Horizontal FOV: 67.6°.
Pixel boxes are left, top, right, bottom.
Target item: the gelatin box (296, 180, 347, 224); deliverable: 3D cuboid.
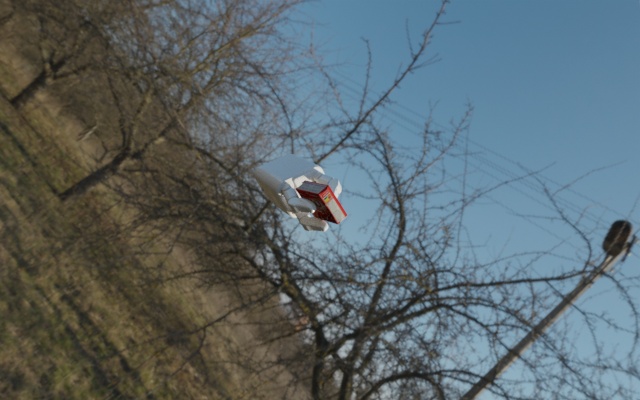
[{"bbox_3d":[0.001,0.003,0.890,0.030,0.073,0.089,-42,27,-20],"label":"gelatin box"}]
